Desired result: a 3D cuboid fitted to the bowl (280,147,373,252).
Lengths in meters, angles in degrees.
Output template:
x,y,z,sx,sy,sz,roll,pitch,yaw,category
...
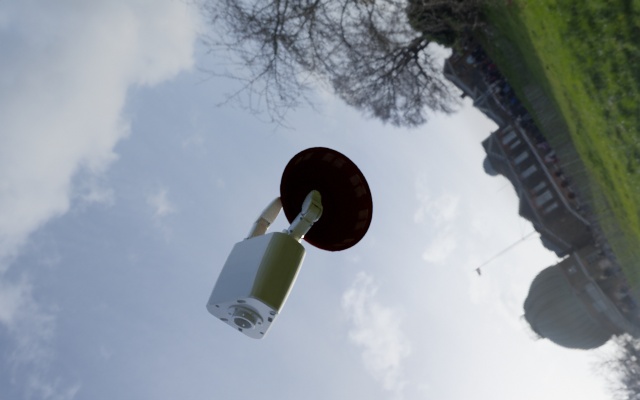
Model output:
x,y,z,sx,sy,sz,roll,pitch,yaw,category
0.001,0.002,0.729,0.162,0.162,0.055,0,-15,-31,bowl
